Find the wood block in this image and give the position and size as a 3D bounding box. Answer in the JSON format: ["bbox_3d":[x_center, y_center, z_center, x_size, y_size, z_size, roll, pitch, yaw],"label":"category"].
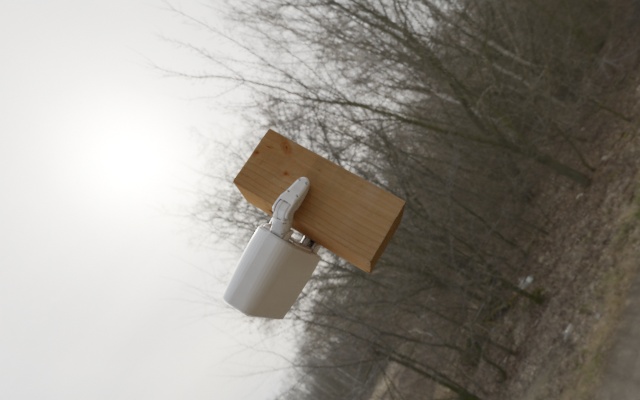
[{"bbox_3d":[0.000,0.002,0.641,0.206,0.090,0.091,29,-14,13],"label":"wood block"}]
